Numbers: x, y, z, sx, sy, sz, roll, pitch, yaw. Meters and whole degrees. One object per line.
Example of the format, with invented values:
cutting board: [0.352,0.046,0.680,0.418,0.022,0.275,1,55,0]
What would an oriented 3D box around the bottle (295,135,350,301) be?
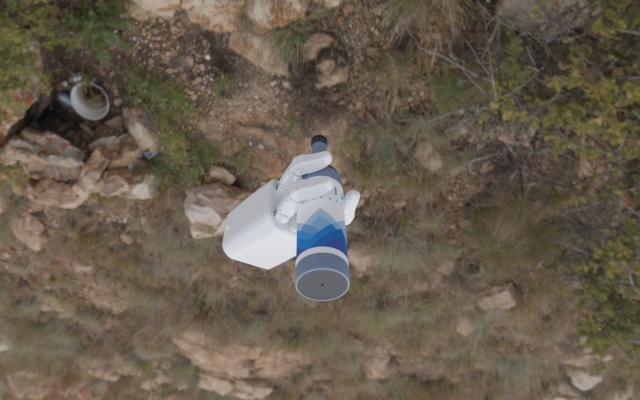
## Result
bottle: [0.000,0.002,0.686,0.069,0.069,0.295,0,43,-1]
